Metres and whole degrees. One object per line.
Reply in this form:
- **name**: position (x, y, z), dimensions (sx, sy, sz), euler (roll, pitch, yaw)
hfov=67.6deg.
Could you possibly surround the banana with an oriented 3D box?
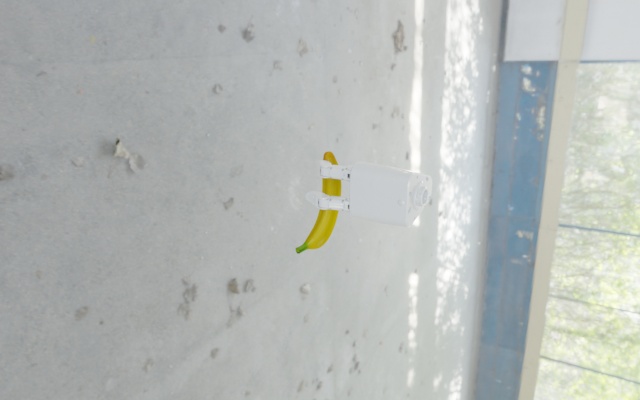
- **banana**: position (0.009, 0.009, 0.899), dimensions (0.037, 0.198, 0.069), euler (14, -1, 34)
